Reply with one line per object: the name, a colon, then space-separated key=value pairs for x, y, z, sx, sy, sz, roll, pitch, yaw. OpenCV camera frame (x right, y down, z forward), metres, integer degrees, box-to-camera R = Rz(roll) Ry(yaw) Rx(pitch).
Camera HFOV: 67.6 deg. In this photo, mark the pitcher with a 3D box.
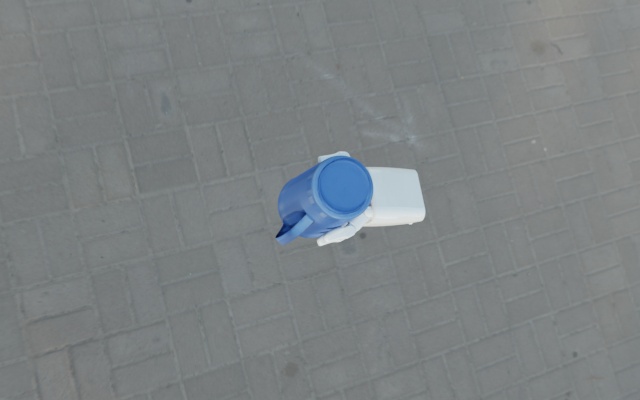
pitcher: x=0.000 y=0.003 z=0.884 sx=0.145 sy=0.149 sz=0.243 roll=0 pitch=-9 yaw=-15
